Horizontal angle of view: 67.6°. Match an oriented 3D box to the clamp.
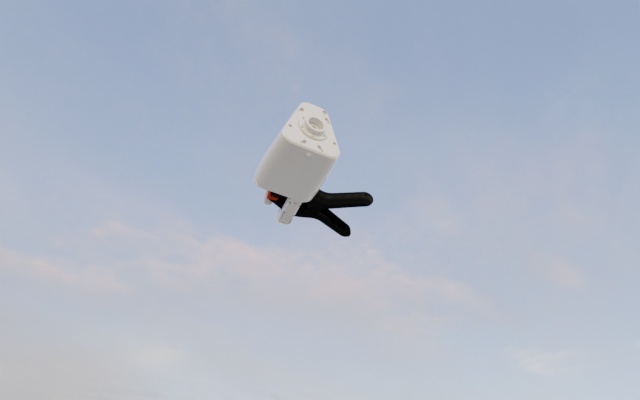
[{"bbox_3d":[0.000,0.002,0.799,0.171,0.039,0.120,20,-44,-18],"label":"clamp"}]
